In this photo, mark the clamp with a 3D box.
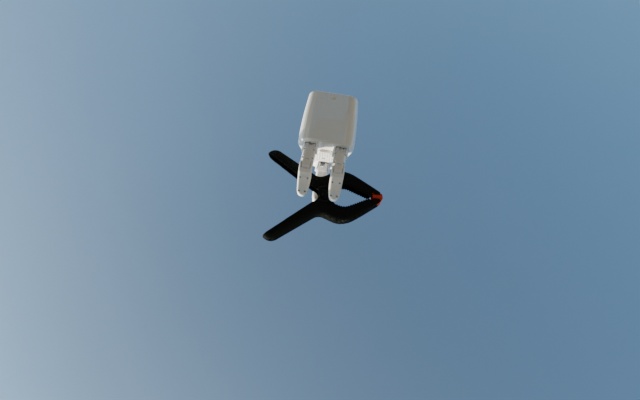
[{"bbox_3d":[0.001,0.003,0.827,0.210,0.164,0.036,9,-18,0],"label":"clamp"}]
